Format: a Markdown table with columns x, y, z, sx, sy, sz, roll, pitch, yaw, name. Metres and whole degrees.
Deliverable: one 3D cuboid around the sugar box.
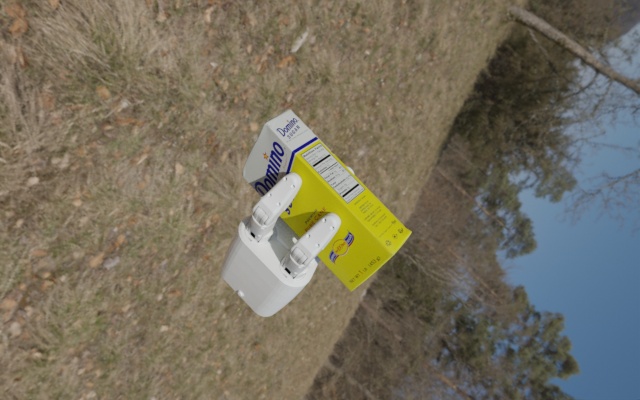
| x | y | z | sx | sy | sz | roll | pitch | yaw | name |
| --- | --- | --- | --- | --- | --- | --- | --- | --- | --- |
| 0.000 | 0.002 | 0.489 | 0.048 | 0.176 | 0.093 | -41 | -9 | -40 | sugar box |
